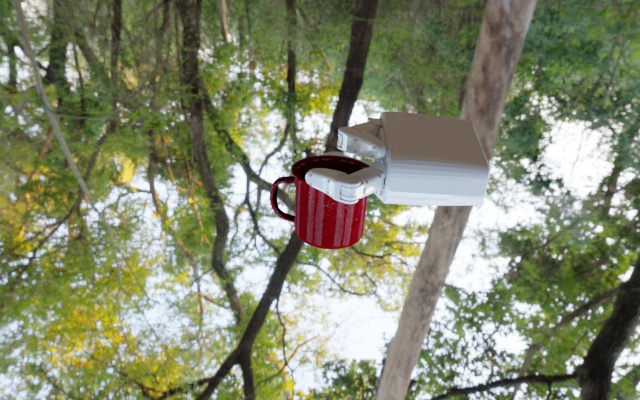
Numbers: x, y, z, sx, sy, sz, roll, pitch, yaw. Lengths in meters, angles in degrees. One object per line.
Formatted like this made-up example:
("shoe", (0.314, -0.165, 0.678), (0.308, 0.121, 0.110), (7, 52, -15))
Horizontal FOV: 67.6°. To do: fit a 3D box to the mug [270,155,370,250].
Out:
("mug", (-0.001, 0.002, 0.545), (0.117, 0.081, 0.093), (3, 26, 0))
